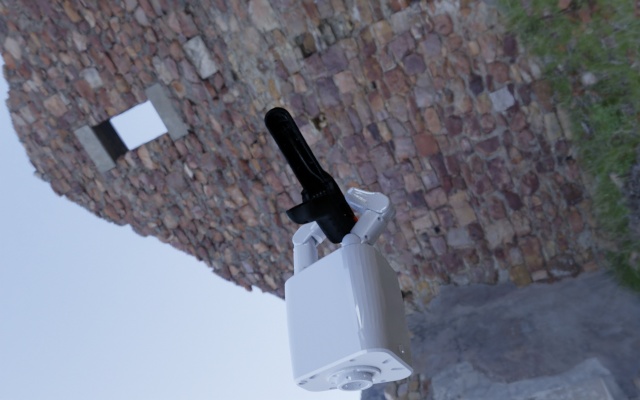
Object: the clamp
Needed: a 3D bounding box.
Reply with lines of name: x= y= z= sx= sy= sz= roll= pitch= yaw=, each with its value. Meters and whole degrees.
clamp: x=0.000 y=0.002 z=0.461 sx=0.039 sy=0.120 sz=0.171 roll=-21 pitch=-40 yaw=18
